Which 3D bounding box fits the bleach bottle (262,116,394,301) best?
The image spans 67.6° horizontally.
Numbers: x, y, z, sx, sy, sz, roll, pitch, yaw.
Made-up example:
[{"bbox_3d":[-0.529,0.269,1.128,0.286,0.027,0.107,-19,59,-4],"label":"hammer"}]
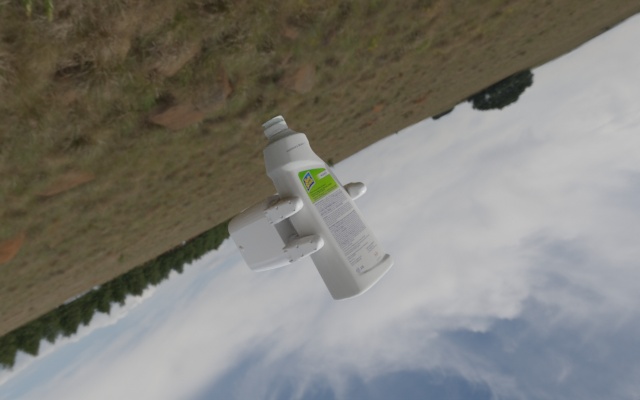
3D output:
[{"bbox_3d":[0.000,0.002,0.640,0.068,0.251,0.102,-25,6,43],"label":"bleach bottle"}]
